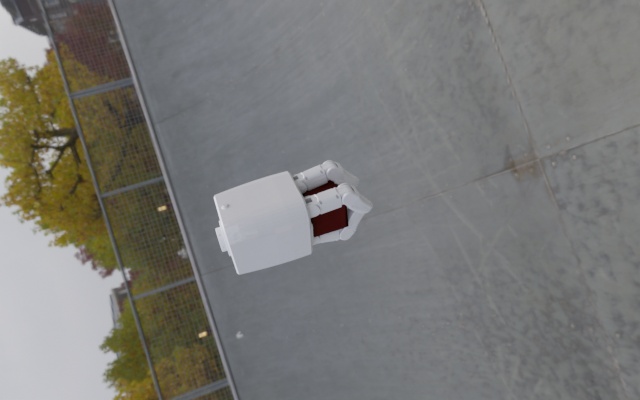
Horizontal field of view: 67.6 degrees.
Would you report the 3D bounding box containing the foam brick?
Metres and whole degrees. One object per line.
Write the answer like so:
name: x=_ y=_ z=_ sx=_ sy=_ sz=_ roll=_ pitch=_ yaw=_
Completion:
foam brick: x=0.000 y=0.002 z=0.663 sx=0.051 sy=0.053 sz=0.078 roll=-17 pitch=38 yaw=-11
